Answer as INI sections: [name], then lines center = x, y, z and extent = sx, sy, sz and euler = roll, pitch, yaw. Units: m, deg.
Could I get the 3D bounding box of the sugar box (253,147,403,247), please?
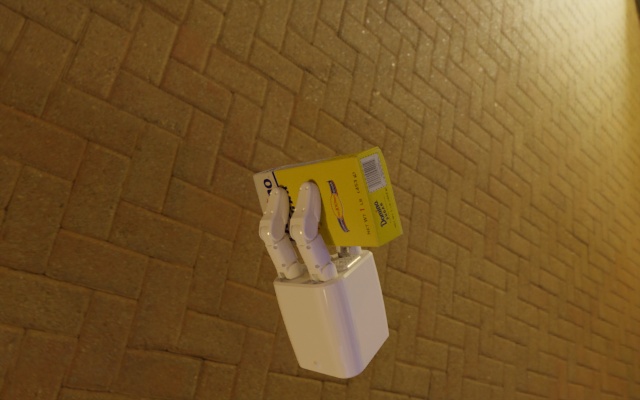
[sugar box]
center = 0.000, 0.002, 0.523
extent = 0.176, 0.093, 0.048
euler = -7, 11, 46
